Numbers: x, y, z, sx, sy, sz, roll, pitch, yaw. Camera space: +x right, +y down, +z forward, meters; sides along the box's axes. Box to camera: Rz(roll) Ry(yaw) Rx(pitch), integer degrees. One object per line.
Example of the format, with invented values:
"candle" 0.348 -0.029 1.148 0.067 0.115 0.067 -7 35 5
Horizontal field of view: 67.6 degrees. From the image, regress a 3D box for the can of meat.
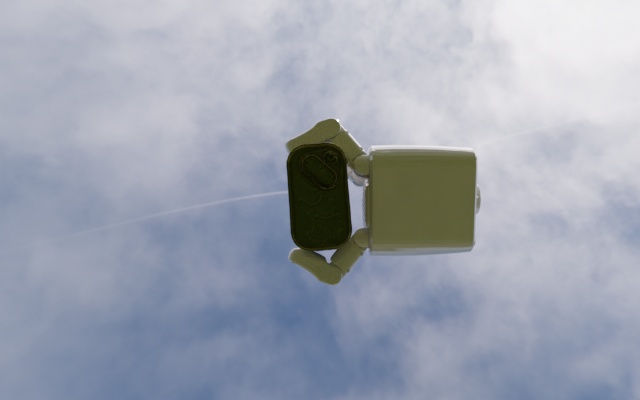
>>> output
"can of meat" 0.000 0.002 0.486 0.057 0.102 0.084 -5 -8 2
